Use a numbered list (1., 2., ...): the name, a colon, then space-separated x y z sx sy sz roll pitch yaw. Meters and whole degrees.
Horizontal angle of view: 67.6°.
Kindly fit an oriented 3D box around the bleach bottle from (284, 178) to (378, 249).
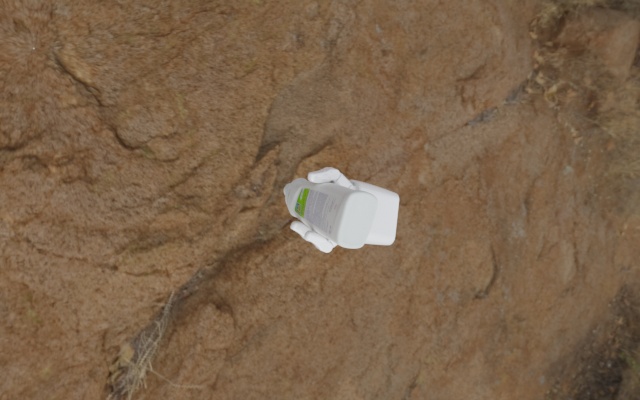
1. bleach bottle: 0.000 0.003 0.887 0.068 0.102 0.250 11 9 -33
